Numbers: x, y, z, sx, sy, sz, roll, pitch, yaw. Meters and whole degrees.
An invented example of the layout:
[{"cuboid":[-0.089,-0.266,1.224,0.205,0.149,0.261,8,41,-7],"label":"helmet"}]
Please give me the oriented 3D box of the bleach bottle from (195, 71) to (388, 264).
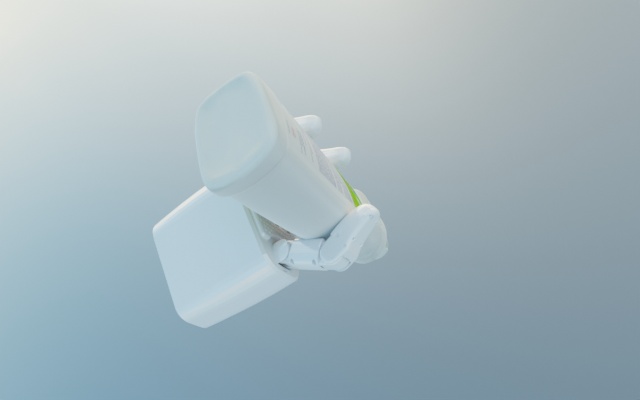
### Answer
[{"cuboid":[0.000,0.001,0.424,0.068,0.102,0.251,-32,-40,15],"label":"bleach bottle"}]
